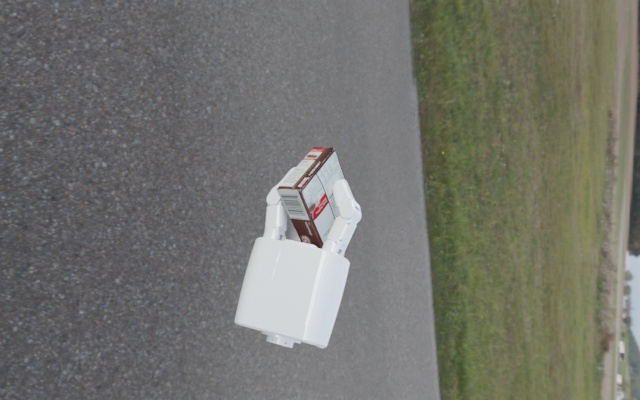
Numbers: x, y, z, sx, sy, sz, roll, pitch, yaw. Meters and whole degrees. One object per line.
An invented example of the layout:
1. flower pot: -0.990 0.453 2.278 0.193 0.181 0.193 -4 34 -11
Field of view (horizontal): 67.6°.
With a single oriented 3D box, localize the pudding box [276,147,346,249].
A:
1. pudding box: 0.000 0.002 0.612 0.039 0.114 0.090 6 43 33
